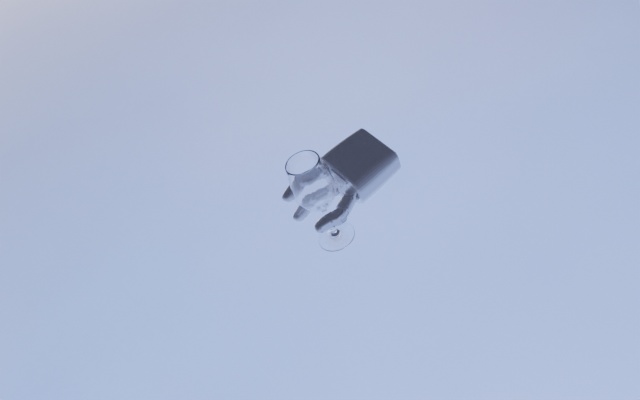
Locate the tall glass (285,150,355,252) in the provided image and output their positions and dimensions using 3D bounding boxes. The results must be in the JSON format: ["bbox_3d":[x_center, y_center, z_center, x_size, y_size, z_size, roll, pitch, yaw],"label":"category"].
[{"bbox_3d":[0.000,0.003,0.864,0.079,0.079,0.201,0,-42,25],"label":"tall glass"}]
